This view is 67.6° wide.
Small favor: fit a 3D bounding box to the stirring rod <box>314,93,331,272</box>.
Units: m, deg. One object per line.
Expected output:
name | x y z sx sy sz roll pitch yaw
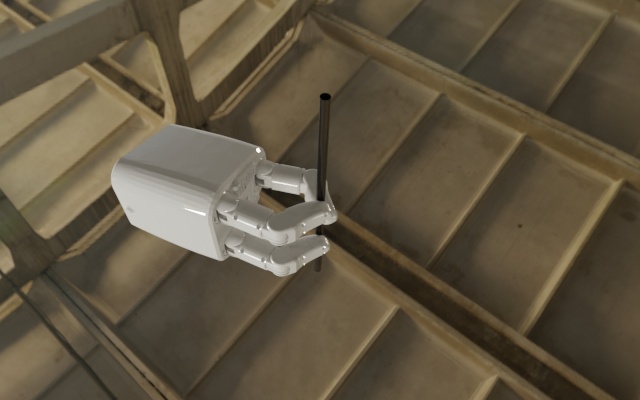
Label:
stirring rod | 0.000 0.001 0.427 0.011 0.011 0.240 0 -38 -2
